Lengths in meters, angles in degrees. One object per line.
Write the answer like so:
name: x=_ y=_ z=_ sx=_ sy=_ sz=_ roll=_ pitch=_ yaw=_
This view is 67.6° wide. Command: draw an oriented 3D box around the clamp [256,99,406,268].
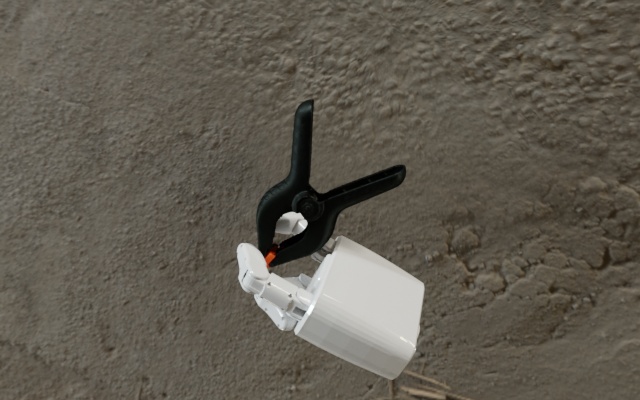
clamp: x=0.000 y=0.002 z=0.468 sx=0.120 sy=0.171 sz=0.039 roll=28 pitch=22 yaw=-1
